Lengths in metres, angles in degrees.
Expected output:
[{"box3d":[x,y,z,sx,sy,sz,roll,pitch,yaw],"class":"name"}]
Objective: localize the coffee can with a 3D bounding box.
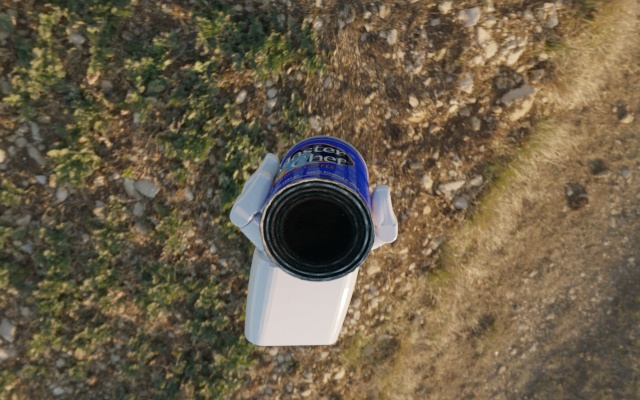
[{"box3d":[0.000,0.001,0.483,0.103,0.103,0.140,0,22,3],"class":"coffee can"}]
